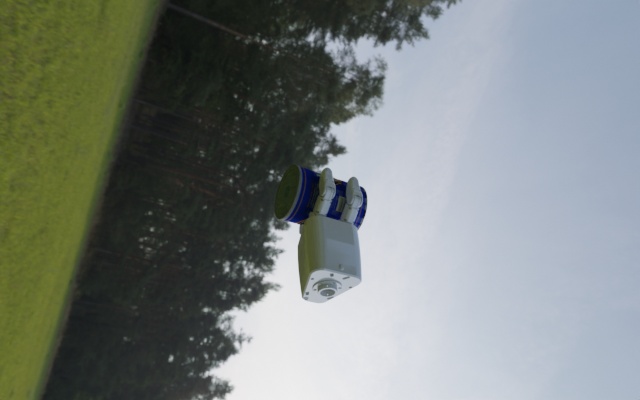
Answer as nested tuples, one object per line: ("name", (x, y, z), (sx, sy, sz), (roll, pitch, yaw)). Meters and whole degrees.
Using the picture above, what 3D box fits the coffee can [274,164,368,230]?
("coffee can", (0.000, 0.003, 0.876), (0.140, 0.103, 0.103), (17, -7, -23))
